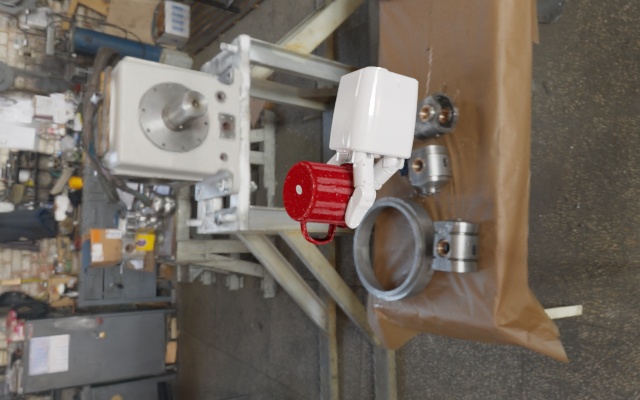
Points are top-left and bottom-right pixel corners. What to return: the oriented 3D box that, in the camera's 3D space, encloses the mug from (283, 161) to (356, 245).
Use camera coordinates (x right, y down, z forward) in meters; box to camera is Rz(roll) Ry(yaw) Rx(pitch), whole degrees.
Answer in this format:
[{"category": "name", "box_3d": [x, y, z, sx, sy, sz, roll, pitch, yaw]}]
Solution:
[{"category": "mug", "box_3d": [0.000, 0.004, 0.655, 0.081, 0.117, 0.093, 5, 5, -35]}]
